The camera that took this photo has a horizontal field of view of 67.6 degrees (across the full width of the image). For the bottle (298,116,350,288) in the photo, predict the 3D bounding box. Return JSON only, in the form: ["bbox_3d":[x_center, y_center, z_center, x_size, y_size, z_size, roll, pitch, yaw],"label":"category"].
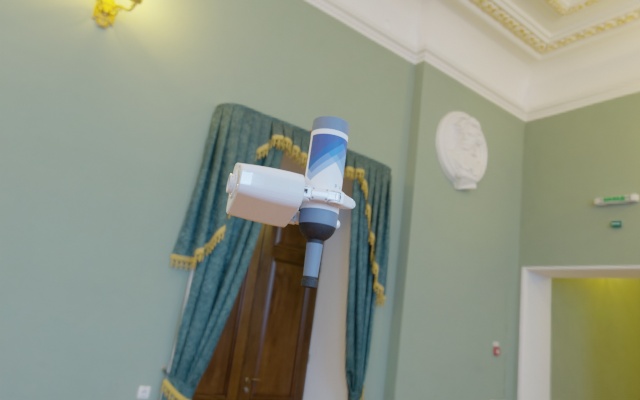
[{"bbox_3d":[0.000,0.002,0.827,0.069,0.295,0.069,7,-14,2],"label":"bottle"}]
